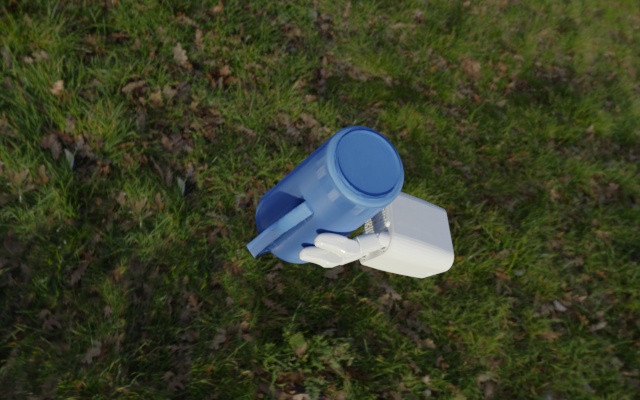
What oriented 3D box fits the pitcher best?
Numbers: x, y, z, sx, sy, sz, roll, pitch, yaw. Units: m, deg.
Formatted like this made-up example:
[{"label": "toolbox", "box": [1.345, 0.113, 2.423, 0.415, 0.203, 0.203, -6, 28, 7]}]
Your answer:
[{"label": "pitcher", "box": [0.000, 0.002, 0.661, 0.145, 0.149, 0.243, 17, -26, -19]}]
